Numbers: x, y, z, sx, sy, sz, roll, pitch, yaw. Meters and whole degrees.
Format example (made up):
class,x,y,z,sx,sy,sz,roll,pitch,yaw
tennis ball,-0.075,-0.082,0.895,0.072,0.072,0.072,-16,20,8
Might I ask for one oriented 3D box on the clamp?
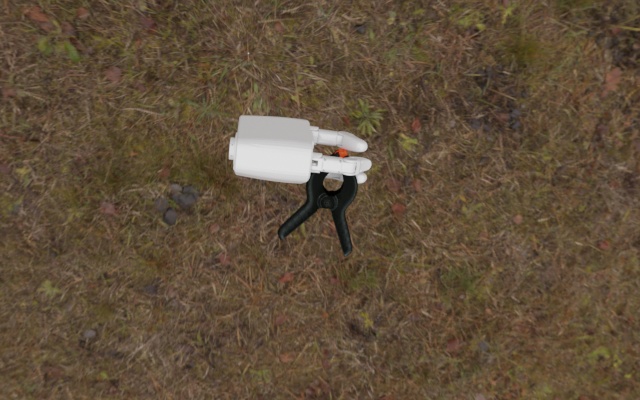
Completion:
class,x,y,z,sx,sy,sz,roll,pitch,yaw
clamp,0.000,0.002,0.735,0.120,0.171,0.039,5,16,-8
